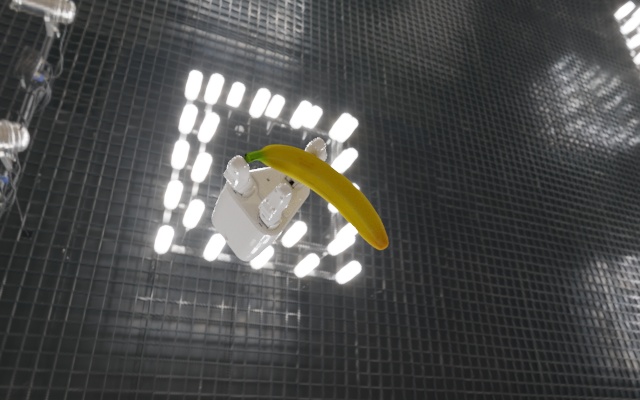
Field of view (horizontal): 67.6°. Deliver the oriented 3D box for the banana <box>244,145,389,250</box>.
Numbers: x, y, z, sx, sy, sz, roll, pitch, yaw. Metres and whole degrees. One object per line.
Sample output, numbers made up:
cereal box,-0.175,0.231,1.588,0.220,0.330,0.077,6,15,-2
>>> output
banana,0.004,-0.013,0.573,0.198,0.069,0.037,32,-39,-8
